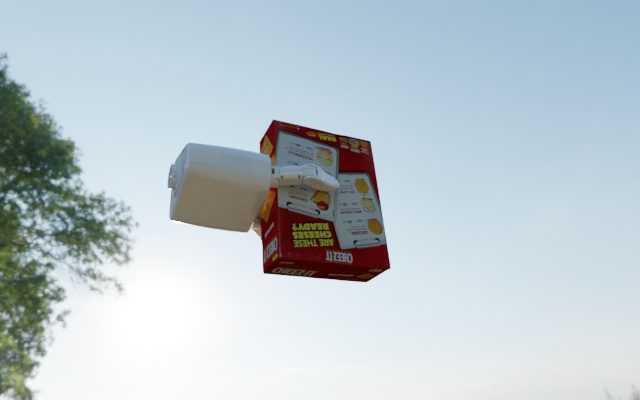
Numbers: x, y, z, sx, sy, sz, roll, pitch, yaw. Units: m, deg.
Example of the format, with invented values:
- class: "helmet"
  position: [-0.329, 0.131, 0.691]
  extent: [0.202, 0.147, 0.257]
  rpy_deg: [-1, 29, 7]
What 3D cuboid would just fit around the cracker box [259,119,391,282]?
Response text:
- class: "cracker box"
  position: [0.000, 0.002, 0.681]
  extent: [0.164, 0.213, 0.072]
  rpy_deg: [9, -31, -24]
